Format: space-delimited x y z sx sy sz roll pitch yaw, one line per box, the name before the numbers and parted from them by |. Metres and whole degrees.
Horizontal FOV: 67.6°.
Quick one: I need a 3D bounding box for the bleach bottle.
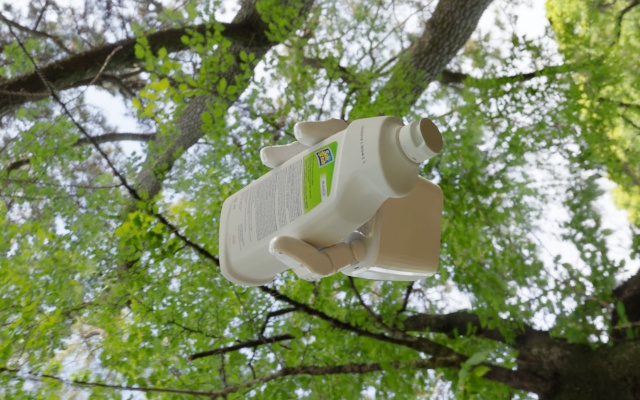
bleach bottle | 0.000 0.001 0.432 0.068 0.102 0.251 15 -29 -39
